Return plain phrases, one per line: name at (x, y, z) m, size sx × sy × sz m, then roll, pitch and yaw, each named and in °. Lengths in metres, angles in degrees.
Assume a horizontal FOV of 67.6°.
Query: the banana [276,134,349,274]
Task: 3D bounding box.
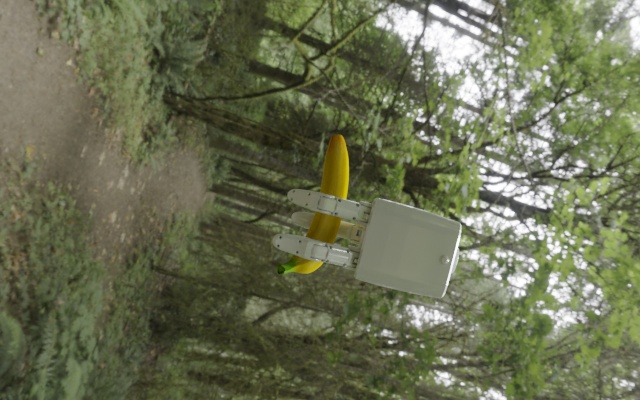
banana at (0.005, 0.013, 0.609) m, size 0.037 × 0.197 × 0.070 m, roll 11°, pitch -22°, yaw 25°
